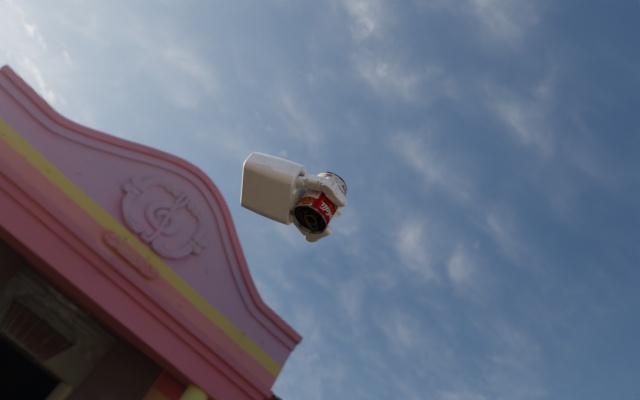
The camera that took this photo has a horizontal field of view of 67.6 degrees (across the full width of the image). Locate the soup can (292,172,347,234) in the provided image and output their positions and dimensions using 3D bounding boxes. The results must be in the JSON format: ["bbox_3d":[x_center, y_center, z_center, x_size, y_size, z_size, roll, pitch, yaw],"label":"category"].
[{"bbox_3d":[0.001,0.003,0.883,0.068,0.068,0.102,0,39,32],"label":"soup can"}]
